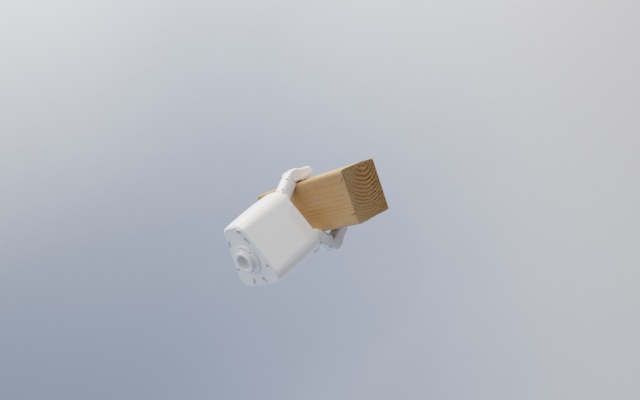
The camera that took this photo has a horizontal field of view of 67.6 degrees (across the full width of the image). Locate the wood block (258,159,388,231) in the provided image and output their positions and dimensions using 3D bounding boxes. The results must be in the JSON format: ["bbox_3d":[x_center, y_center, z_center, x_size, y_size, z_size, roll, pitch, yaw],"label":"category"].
[{"bbox_3d":[0.000,0.003,0.823,0.206,0.091,0.090,-15,6,43],"label":"wood block"}]
